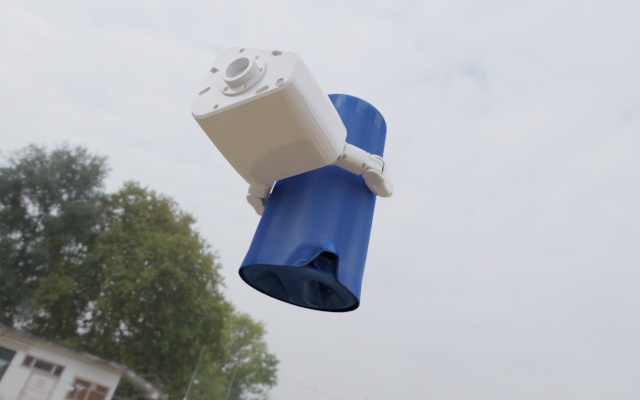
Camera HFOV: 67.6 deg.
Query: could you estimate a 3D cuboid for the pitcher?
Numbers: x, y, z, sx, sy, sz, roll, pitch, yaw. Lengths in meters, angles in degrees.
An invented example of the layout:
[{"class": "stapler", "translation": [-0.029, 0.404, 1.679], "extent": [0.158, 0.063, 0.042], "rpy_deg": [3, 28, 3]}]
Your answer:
[{"class": "pitcher", "translation": [0.000, 0.002, 0.566], "extent": [0.149, 0.242, 0.145], "rpy_deg": [-1, -32, 29]}]
